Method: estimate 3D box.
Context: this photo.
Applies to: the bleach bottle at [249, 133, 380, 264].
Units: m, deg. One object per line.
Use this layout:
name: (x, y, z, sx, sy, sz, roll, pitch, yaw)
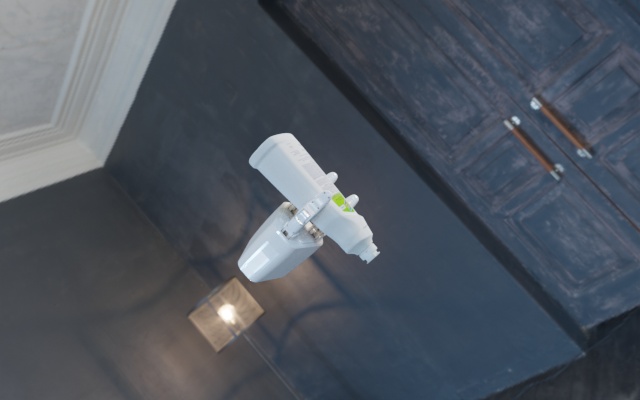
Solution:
bleach bottle: (0.000, 0.002, 0.782, 0.068, 0.251, 0.102, -44, -6, 24)
